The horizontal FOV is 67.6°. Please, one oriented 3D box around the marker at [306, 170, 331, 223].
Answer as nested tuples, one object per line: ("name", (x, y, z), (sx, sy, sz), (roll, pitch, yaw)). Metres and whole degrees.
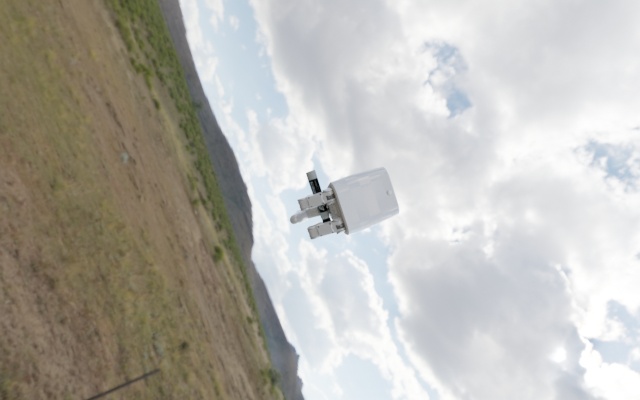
("marker", (0.000, 0.003, 0.887), (0.020, 0.121, 0.020), (-18, 7, 2))
